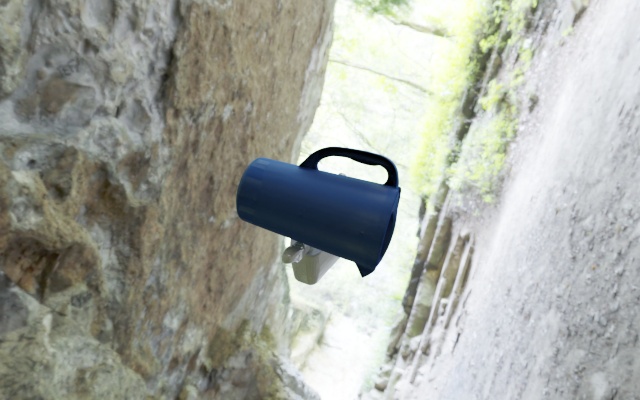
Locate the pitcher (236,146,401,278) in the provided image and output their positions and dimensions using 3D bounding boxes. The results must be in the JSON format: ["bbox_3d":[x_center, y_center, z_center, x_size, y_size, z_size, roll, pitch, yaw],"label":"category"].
[{"bbox_3d":[0.000,0.003,0.745,0.243,0.149,0.145,17,-35,13],"label":"pitcher"}]
